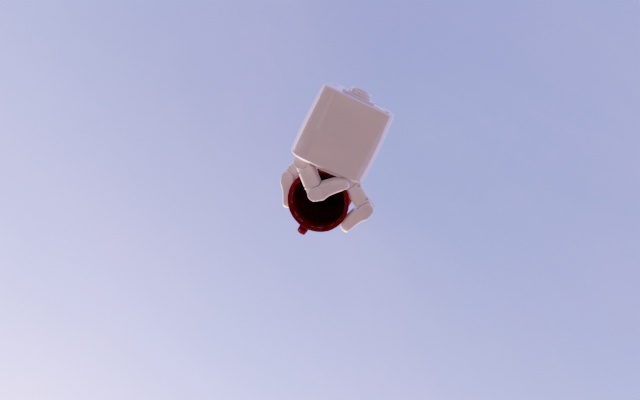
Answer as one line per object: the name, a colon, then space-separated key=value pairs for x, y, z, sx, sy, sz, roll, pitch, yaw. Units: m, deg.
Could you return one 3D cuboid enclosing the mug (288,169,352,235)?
mug: x=0.000 y=0.004 z=0.739 sx=0.093 sy=0.117 sz=0.081 roll=30 pitch=20 yaw=5
